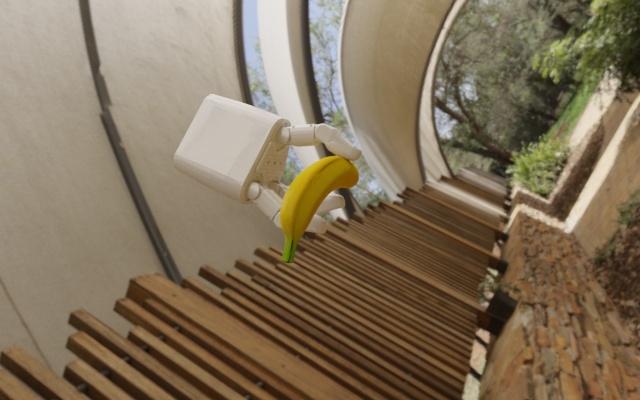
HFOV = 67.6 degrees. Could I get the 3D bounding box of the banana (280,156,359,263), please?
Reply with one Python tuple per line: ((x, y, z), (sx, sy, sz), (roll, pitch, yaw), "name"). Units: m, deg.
((0.001, -0.012, 0.521), (0.037, 0.070, 0.197), (21, 33, 17), "banana")
